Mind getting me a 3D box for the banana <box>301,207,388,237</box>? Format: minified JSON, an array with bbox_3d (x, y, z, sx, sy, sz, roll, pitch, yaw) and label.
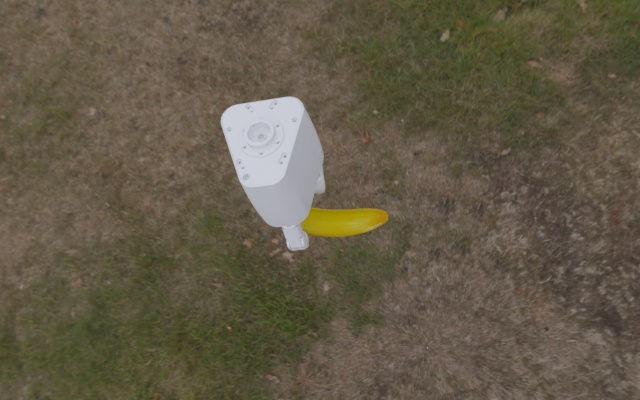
[{"bbox_3d":[-0.010,0.016,0.652,0.198,0.069,0.037,16,-27,18],"label":"banana"}]
